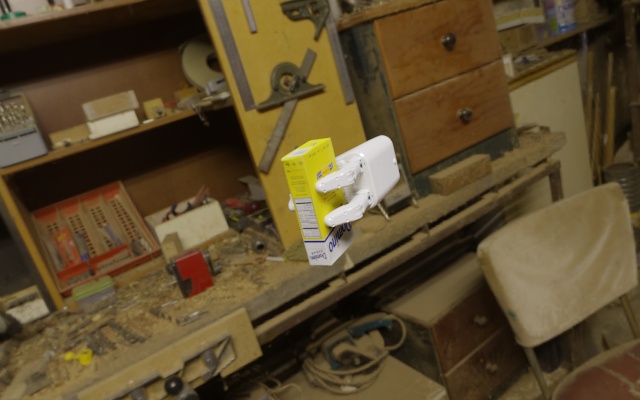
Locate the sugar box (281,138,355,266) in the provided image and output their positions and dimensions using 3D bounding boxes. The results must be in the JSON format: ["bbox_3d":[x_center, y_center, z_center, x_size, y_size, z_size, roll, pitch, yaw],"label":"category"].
[{"bbox_3d":[0.001,0.002,0.733,0.048,0.176,0.093,-6,20,32],"label":"sugar box"}]
